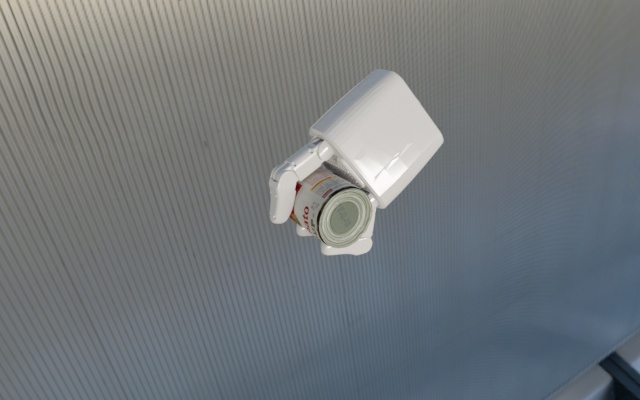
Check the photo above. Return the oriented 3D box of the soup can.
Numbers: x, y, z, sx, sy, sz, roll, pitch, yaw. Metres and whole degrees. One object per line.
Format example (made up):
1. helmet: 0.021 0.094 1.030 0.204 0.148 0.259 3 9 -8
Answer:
1. soup can: 0.000 0.002 0.515 0.068 0.068 0.102 0 19 -34
